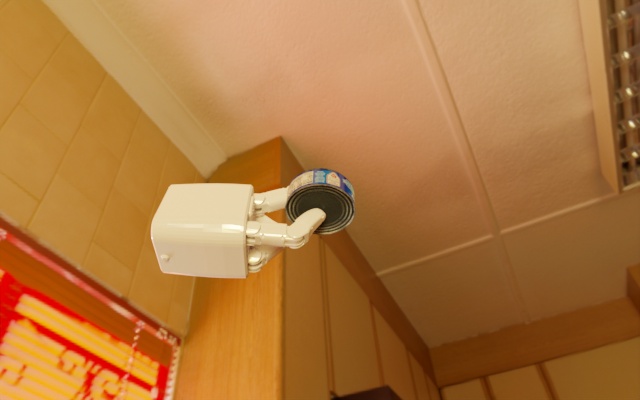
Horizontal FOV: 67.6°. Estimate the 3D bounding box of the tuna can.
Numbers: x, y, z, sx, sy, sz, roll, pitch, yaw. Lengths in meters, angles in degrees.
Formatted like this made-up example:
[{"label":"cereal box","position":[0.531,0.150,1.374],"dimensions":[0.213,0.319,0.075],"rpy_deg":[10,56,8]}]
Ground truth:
[{"label":"tuna can","position":[0.000,0.002,0.591],"dimensions":[0.086,0.086,0.033],"rpy_deg":[0,44,2]}]
